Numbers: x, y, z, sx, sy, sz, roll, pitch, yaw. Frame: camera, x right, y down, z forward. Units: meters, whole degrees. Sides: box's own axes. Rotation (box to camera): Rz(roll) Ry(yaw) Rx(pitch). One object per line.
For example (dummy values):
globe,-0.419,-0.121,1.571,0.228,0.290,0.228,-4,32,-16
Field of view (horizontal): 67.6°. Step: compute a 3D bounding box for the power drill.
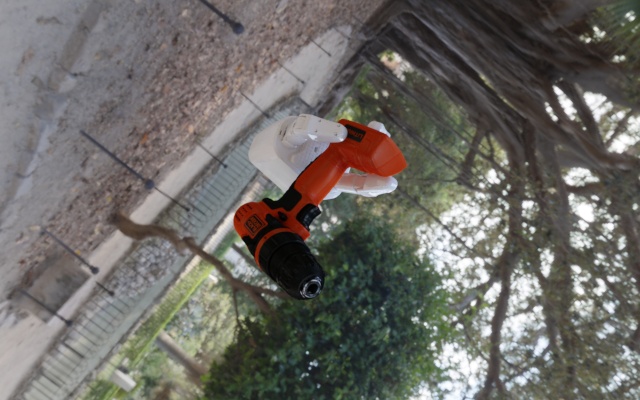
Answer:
power drill,0.000,0.001,0.509,0.057,0.187,0.184,51,-8,-34
